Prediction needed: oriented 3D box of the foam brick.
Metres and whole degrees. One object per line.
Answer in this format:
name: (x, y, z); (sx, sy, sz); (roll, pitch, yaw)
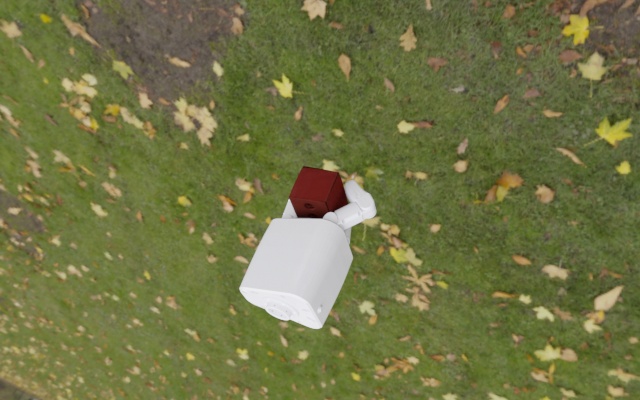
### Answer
foam brick: (0.000, 0.002, 0.625); (0.053, 0.051, 0.078); (10, -34, 24)
